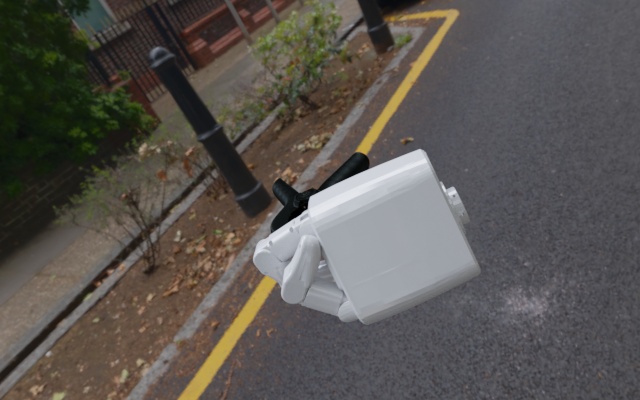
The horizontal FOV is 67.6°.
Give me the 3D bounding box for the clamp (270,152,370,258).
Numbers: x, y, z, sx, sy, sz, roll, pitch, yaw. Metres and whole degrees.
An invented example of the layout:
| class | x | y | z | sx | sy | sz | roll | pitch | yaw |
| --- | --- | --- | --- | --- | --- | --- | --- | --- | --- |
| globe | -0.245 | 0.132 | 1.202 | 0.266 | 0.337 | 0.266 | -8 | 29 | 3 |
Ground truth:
| class | x | y | z | sx | sy | sz | roll | pitch | yaw |
| --- | --- | --- | --- | --- | --- | --- | --- | --- | --- |
| clamp | 0.000 | 0.001 | 0.499 | 0.120 | 0.039 | 0.171 | -27 | 27 | 13 |
